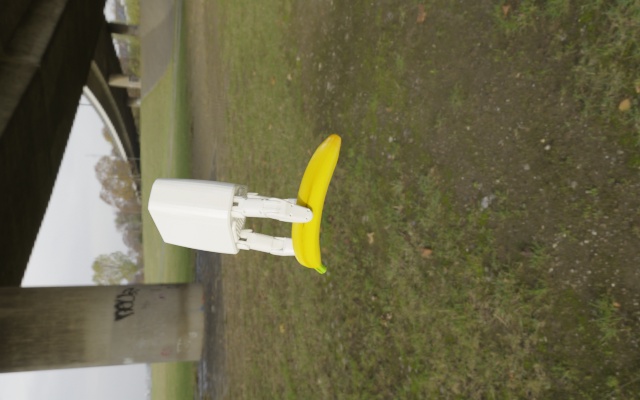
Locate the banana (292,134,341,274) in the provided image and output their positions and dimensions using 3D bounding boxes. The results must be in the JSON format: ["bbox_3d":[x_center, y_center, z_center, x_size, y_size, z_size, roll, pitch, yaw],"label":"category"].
[{"bbox_3d":[-0.008,0.007,0.647,0.037,0.198,0.069,12,9,23],"label":"banana"}]
